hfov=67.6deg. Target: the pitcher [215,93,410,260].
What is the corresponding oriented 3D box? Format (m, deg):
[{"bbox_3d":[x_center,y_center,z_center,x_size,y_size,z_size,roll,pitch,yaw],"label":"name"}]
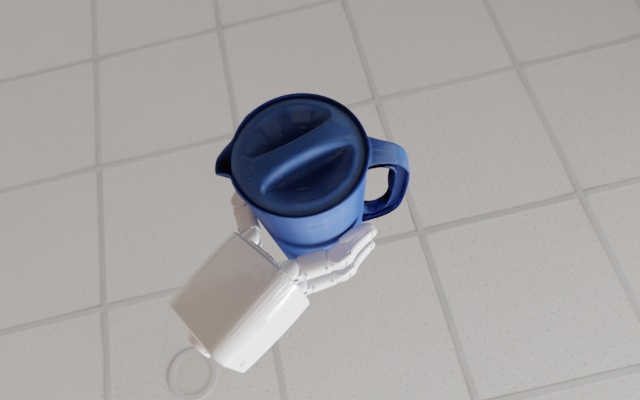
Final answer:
[{"bbox_3d":[0.000,0.002,0.542,0.149,0.145,0.243,39,-15,20],"label":"pitcher"}]
